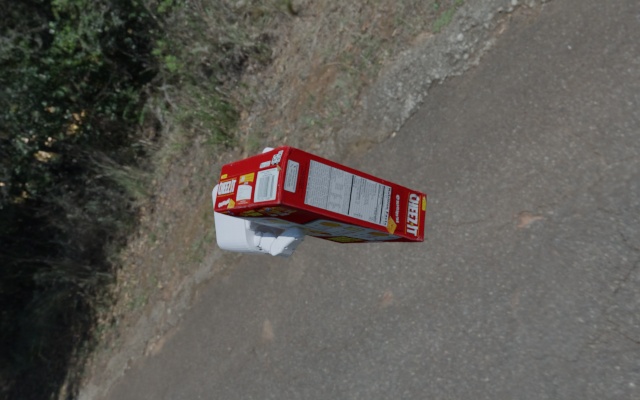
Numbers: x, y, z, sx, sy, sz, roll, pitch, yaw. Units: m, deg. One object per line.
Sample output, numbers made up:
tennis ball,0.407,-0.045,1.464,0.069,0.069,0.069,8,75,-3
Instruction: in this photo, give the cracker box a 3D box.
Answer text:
cracker box,0.000,0.002,0.599,0.214,0.072,0.164,16,-13,-34
